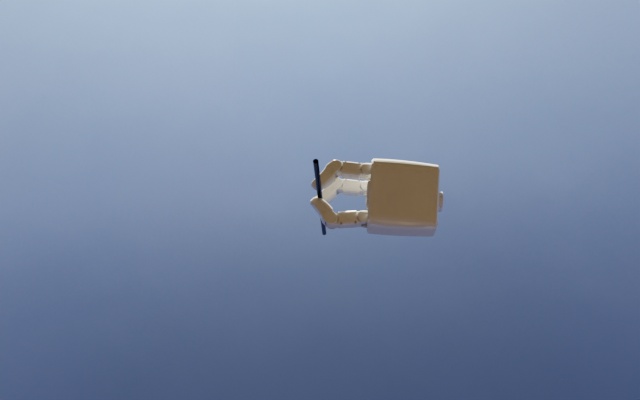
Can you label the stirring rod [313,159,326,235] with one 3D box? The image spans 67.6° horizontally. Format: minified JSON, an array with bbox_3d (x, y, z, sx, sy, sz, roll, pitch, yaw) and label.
[{"bbox_3d":[0.000,0.003,0.777,0.011,0.011,0.240,0,-29,4],"label":"stirring rod"}]
